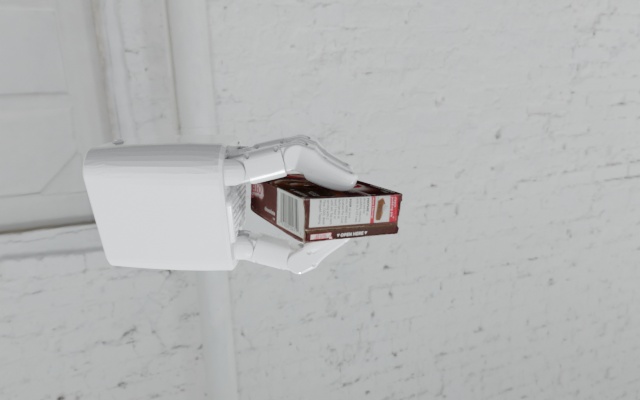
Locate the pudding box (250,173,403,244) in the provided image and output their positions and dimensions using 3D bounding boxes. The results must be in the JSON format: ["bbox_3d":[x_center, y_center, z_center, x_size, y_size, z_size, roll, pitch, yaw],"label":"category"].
[{"bbox_3d":[0.000,0.002,0.409,0.090,0.039,0.113,-4,16,-28],"label":"pudding box"}]
